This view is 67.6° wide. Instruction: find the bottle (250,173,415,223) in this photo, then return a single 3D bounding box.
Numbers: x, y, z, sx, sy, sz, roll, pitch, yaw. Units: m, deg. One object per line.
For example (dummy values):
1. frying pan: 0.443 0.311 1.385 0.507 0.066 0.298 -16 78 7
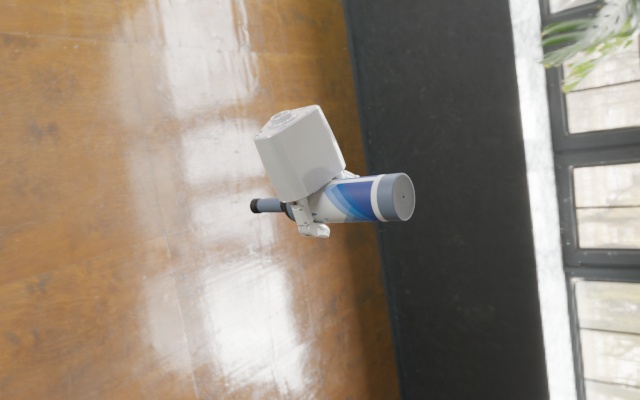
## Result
1. bottle: 0.000 0.003 0.750 0.296 0.069 0.069 -4 -2 38
